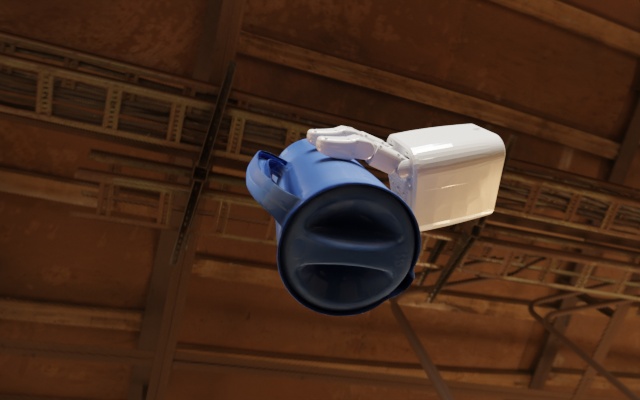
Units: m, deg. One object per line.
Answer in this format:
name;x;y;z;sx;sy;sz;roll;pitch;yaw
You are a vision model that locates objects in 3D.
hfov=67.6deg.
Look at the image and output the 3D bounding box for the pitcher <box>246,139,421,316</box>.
pitcher;0.000;0.002;0.529;0.145;0.149;0.242;-12;22;-6
